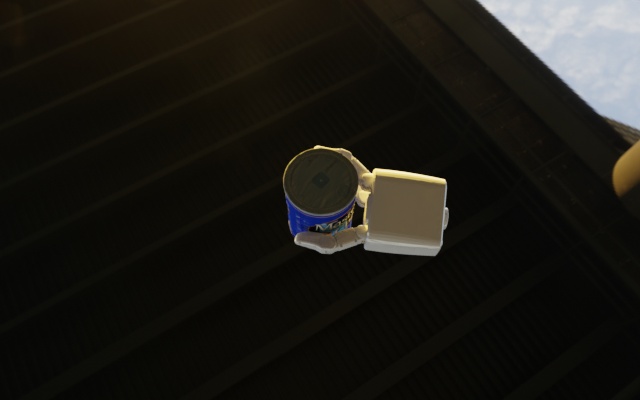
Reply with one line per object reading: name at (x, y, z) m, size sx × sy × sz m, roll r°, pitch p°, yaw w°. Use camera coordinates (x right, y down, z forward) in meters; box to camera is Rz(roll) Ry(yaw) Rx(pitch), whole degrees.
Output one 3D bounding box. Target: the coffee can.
coffee can at (0.000, 0.002, 0.709) m, size 0.103 × 0.102 × 0.140 m, roll 0°, pitch -26°, yaw -1°
